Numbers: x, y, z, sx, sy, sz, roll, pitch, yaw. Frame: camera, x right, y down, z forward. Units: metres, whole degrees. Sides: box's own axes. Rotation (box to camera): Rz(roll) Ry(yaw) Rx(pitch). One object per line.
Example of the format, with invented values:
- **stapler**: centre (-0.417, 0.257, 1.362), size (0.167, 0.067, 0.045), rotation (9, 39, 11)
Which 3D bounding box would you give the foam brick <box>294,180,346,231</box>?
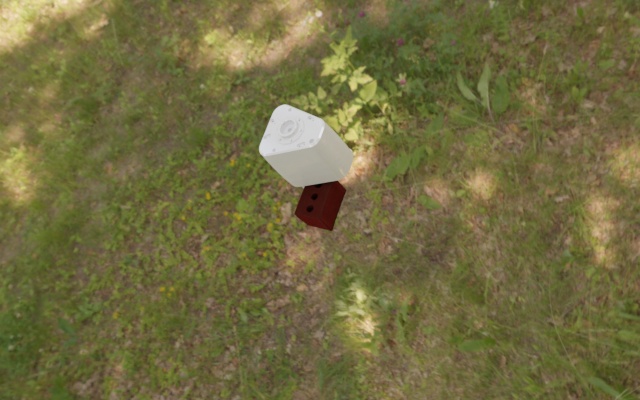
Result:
- **foam brick**: centre (0.000, 0.003, 0.798), size (0.053, 0.078, 0.051), rotation (9, -19, 31)
